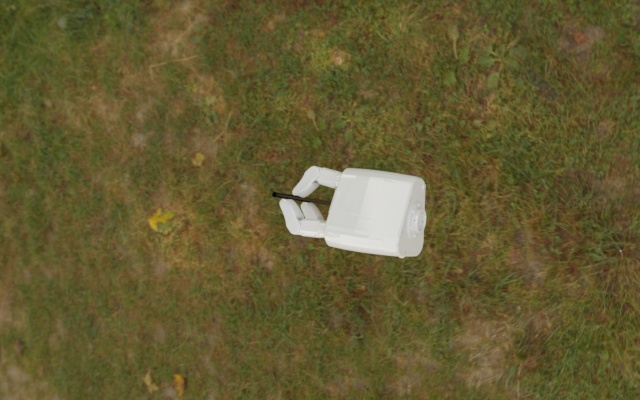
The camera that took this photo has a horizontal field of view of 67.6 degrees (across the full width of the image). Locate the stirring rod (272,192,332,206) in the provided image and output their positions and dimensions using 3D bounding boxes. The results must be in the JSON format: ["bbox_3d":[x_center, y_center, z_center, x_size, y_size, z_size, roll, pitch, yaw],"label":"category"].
[{"bbox_3d":[0.000,0.002,0.759,0.011,0.011,0.239,0,-5,32],"label":"stirring rod"}]
